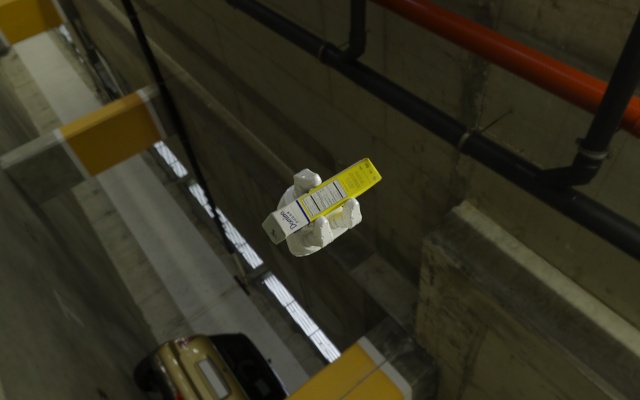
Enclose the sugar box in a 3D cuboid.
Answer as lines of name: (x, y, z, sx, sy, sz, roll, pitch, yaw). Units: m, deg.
sugar box: (0.000, 0.003, 0.730, 0.176, 0.048, 0.093, -34, -3, -19)
